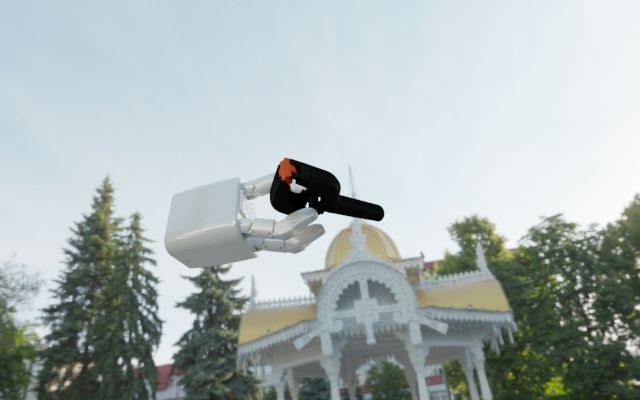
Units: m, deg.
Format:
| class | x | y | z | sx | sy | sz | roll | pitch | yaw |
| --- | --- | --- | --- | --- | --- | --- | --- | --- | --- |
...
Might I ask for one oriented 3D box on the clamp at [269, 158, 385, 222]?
| class | x | y | z | sx | sy | sz | roll | pitch | yaw |
| --- | --- | --- | --- | --- | --- | --- | --- | --- | --- |
| clamp | 0.000 | 0.001 | 0.650 | 0.164 | 0.036 | 0.210 | -14 | -28 | 6 |
